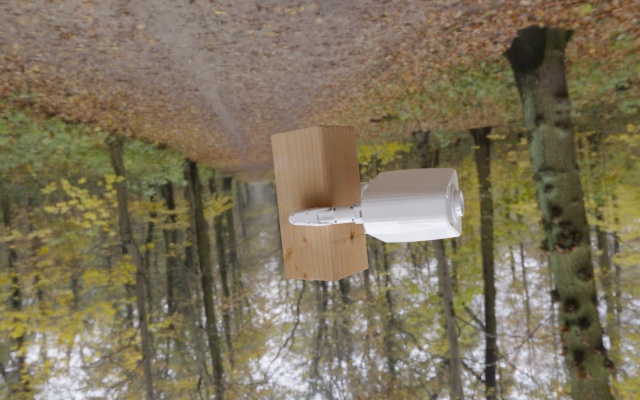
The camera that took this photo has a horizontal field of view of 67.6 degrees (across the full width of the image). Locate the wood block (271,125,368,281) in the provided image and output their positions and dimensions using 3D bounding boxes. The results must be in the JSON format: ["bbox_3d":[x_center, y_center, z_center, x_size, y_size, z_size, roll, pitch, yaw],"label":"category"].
[{"bbox_3d":[0.000,0.002,0.682,0.090,0.206,0.091,-4,3,37],"label":"wood block"}]
